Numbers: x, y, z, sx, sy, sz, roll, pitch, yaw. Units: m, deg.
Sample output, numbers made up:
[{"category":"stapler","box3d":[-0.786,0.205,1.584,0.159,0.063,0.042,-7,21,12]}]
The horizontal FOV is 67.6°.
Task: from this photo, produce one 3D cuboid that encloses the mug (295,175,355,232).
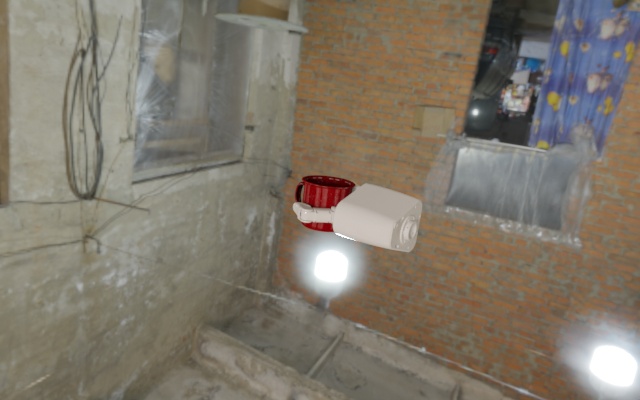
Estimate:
[{"category":"mug","box3d":[-0.001,0.003,0.839,0.117,0.081,0.093,16,17,34]}]
